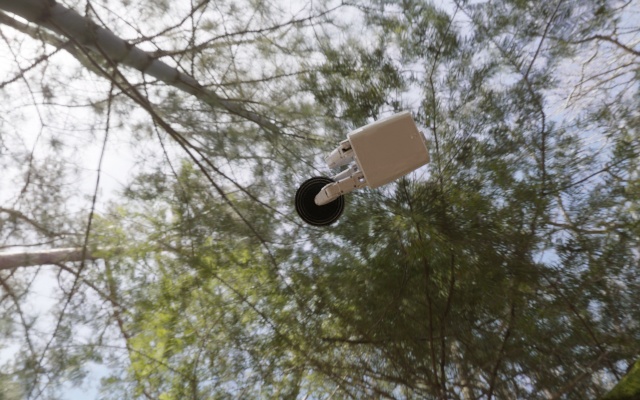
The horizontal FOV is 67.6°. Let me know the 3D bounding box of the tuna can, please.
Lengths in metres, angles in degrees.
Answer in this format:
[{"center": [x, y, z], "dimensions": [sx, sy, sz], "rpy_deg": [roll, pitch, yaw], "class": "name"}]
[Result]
[{"center": [0.000, 0.003, 0.816], "dimensions": [0.086, 0.086, 0.034], "rpy_deg": [0, -4, 6], "class": "tuna can"}]
